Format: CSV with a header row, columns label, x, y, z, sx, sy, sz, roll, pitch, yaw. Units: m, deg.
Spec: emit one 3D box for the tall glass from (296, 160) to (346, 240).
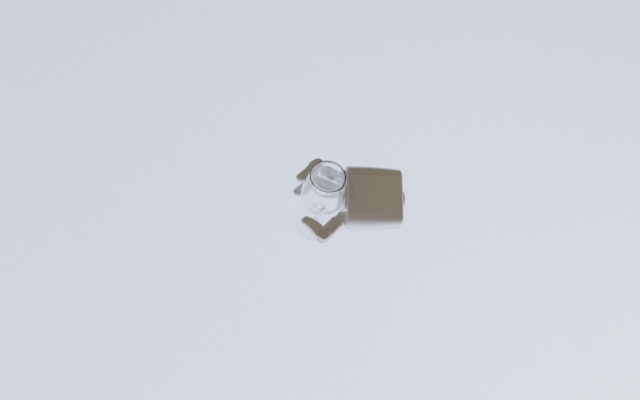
label,x,y,z,sx,sy,sz,roll,pitch,yaw
tall glass,0.000,0.003,0.881,0.079,0.079,0.201,0,-26,-8
